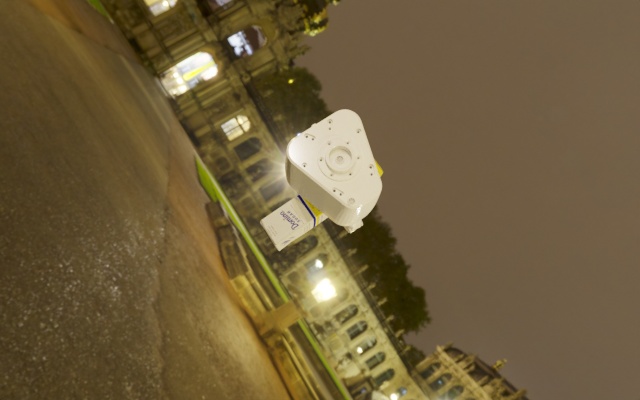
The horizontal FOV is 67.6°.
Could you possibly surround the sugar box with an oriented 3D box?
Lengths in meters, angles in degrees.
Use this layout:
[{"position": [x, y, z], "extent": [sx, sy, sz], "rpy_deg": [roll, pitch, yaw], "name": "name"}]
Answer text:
[{"position": [0.000, 0.002, 0.675], "extent": [0.176, 0.048, 0.093], "rpy_deg": [-32, -8, -8], "name": "sugar box"}]
